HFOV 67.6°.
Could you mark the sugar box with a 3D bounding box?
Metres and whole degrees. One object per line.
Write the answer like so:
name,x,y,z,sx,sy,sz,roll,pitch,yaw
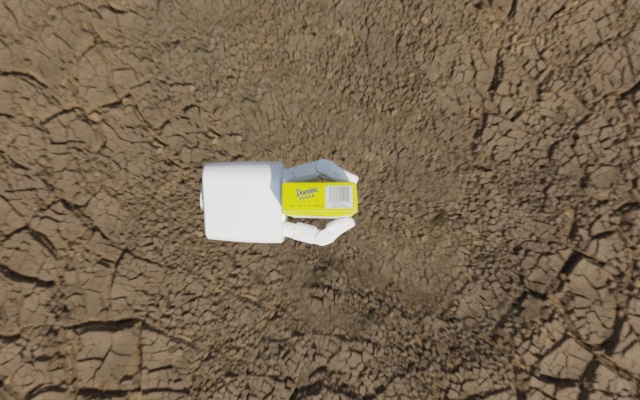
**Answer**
sugar box,0.000,0.002,0.662,0.093,0.048,0.176,1,-1,0
